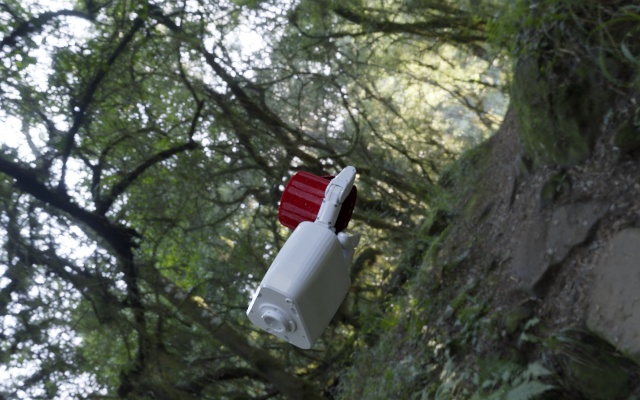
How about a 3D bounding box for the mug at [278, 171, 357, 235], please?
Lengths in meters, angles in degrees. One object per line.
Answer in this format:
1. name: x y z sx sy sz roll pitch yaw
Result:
1. mug: 0.001 0.001 0.660 0.081 0.093 0.117 21 47 15
